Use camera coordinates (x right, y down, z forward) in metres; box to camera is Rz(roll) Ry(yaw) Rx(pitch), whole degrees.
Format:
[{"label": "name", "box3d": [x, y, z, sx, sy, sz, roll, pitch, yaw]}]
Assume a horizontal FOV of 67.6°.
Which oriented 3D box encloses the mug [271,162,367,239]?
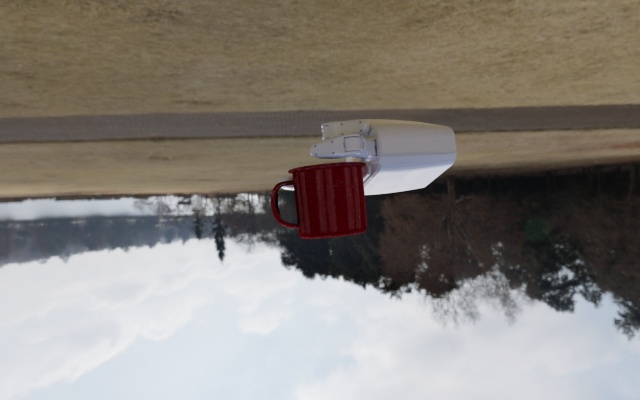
[{"label": "mug", "box3d": [-0.001, 0.002, 0.560, 0.117, 0.081, 0.093, -5, -1, -18]}]
